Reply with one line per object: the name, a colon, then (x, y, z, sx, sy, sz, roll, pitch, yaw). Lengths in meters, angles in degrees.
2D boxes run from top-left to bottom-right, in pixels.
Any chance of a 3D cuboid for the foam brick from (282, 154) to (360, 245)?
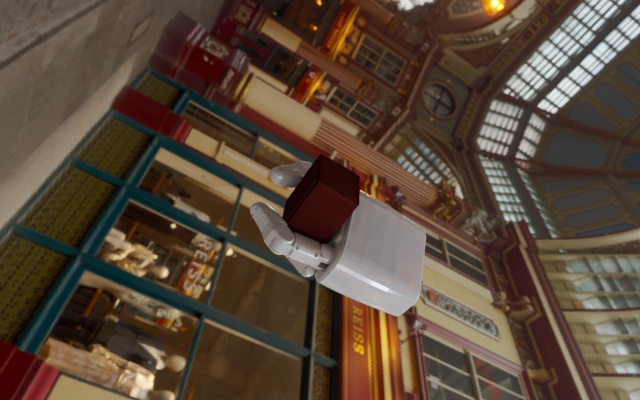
foam brick: (0.000, 0.001, 0.502, 0.051, 0.078, 0.053, 28, 35, -15)
